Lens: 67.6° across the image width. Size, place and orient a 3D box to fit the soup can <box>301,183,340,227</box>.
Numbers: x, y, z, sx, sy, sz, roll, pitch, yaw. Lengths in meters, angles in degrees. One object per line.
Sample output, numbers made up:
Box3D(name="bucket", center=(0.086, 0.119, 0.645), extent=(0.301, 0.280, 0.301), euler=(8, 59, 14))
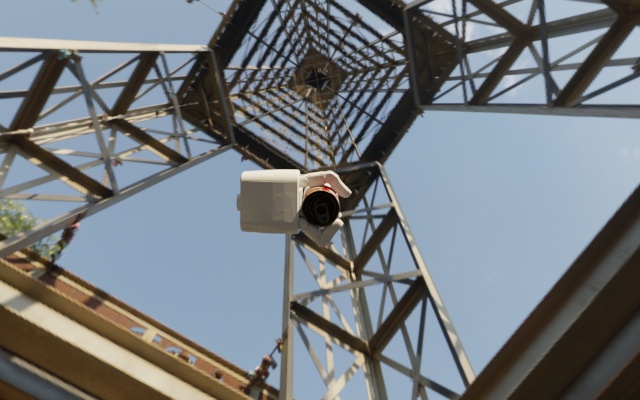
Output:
Box3D(name="soup can", center=(0.001, 0.003, 0.887), extent=(0.068, 0.068, 0.102), euler=(0, 14, 0))
